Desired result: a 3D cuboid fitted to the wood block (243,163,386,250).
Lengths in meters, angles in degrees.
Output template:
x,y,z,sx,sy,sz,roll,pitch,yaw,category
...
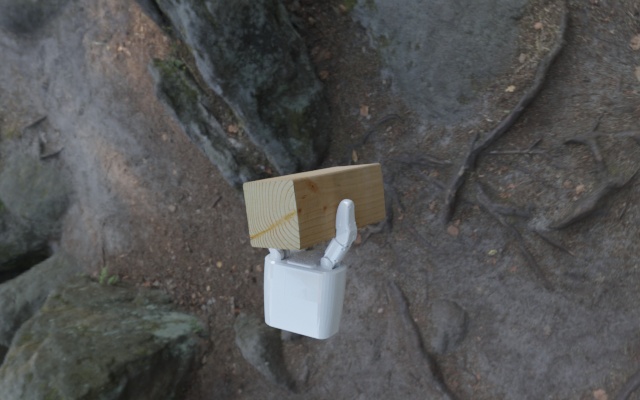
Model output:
x,y,z,sx,sy,sz,roll,pitch,yaw,category
0.000,0.003,0.687,0.091,0.090,0.206,-1,9,38,wood block
